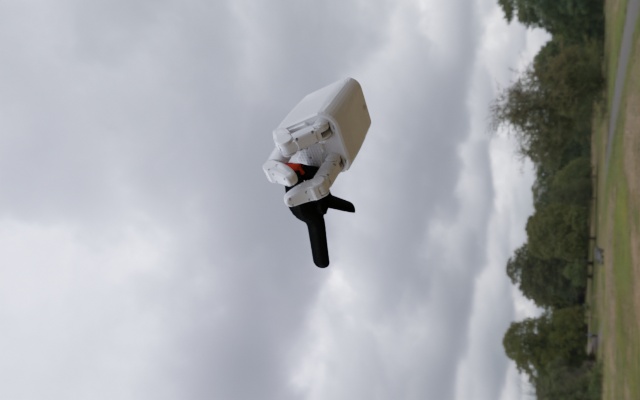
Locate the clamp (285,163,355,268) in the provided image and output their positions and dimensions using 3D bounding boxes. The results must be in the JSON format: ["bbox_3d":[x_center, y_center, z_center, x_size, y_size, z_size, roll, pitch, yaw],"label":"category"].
[{"bbox_3d":[-0.001,0.002,0.696,0.039,0.172,0.120,2,42,30],"label":"clamp"}]
